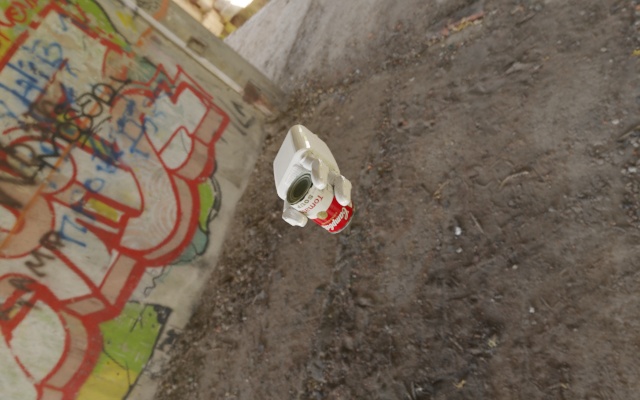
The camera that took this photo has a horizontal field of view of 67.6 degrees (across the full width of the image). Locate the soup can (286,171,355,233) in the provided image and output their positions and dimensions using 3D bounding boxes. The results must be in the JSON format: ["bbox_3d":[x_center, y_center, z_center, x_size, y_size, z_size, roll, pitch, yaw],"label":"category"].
[{"bbox_3d":[0.000,0.003,0.817,0.102,0.068,0.068,35,-20,-30],"label":"soup can"}]
